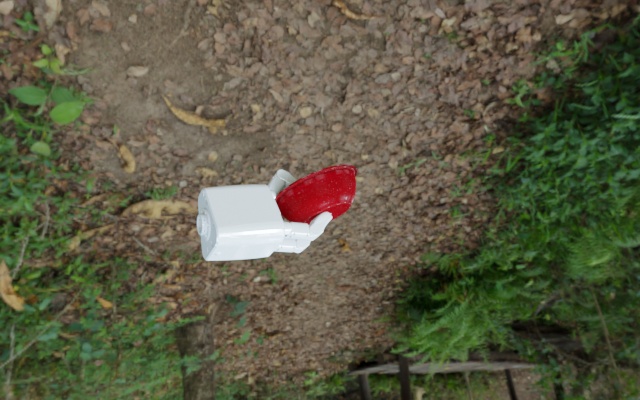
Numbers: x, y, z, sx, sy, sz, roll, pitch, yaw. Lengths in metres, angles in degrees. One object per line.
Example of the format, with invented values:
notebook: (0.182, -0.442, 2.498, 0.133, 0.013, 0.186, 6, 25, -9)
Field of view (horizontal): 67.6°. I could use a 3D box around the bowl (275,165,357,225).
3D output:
bowl: (0.002, 0.003, 0.820, 0.162, 0.055, 0.162, -23, -16, -7)
